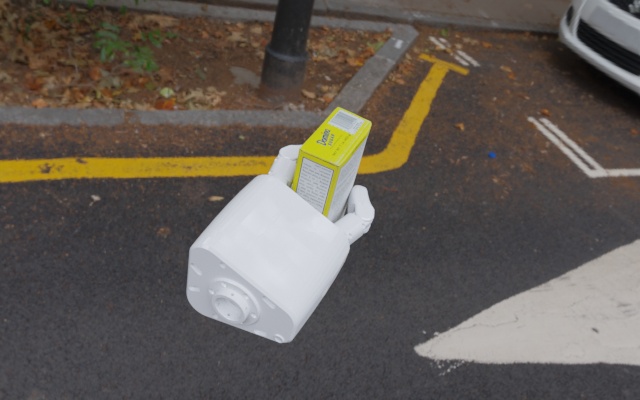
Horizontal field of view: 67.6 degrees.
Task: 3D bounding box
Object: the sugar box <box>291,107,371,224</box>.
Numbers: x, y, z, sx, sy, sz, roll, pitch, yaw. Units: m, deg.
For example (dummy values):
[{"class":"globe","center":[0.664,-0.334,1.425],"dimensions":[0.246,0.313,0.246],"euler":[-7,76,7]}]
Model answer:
[{"class":"sugar box","center":[0.000,0.001,0.499],"dimensions":[0.048,0.176,0.093],"euler":[26,42,10]}]
